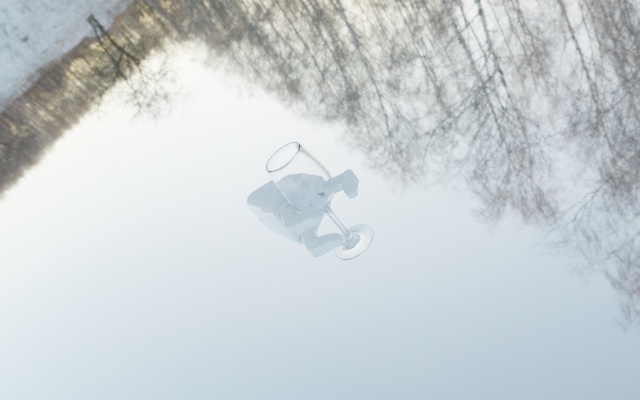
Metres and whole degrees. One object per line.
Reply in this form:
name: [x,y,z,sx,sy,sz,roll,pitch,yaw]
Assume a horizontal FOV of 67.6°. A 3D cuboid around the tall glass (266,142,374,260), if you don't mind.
tall glass: [0.001,0.003,0.740,0.079,0.079,0.201,0,-42,47]
